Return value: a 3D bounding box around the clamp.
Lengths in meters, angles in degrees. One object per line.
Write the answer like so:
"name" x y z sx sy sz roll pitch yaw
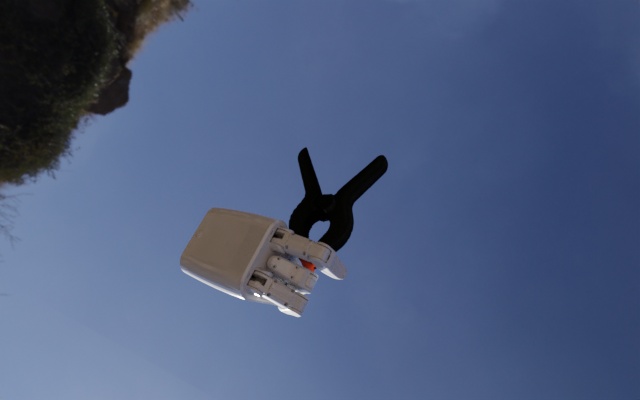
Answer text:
"clamp" 0.000 0.002 0.592 0.120 0.171 0.039 13 -29 30
